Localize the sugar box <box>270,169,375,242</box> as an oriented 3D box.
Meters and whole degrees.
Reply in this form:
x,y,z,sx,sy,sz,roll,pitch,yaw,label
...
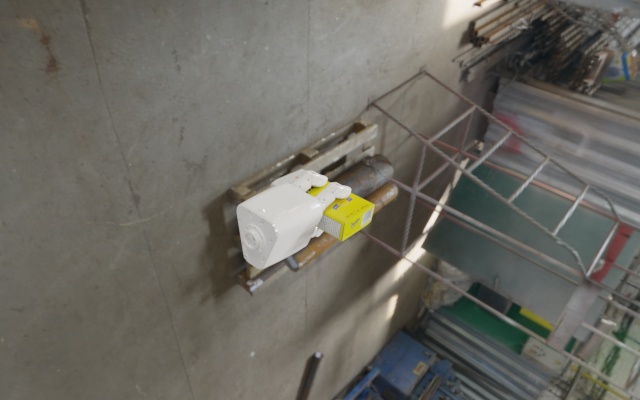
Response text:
x,y,z,sx,sy,sz,roll,pitch,yaw,label
0.000,0.002,0.868,0.176,0.048,0.093,30,37,28,sugar box
